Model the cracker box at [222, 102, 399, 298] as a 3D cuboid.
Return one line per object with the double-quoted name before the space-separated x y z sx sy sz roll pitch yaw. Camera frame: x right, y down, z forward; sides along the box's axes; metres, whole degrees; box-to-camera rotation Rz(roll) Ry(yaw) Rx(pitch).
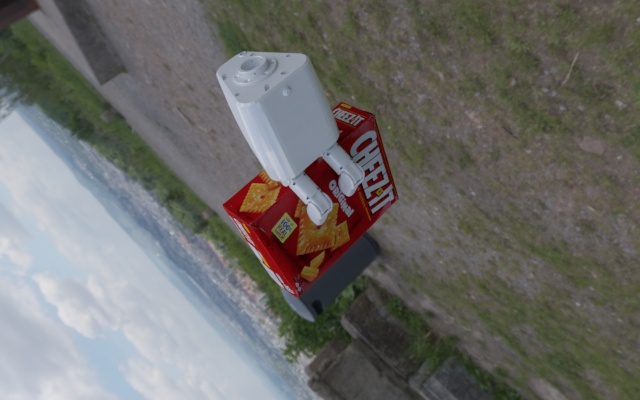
"cracker box" 0.000 0.002 0.634 0.213 0.164 0.072 -42 46 -18
